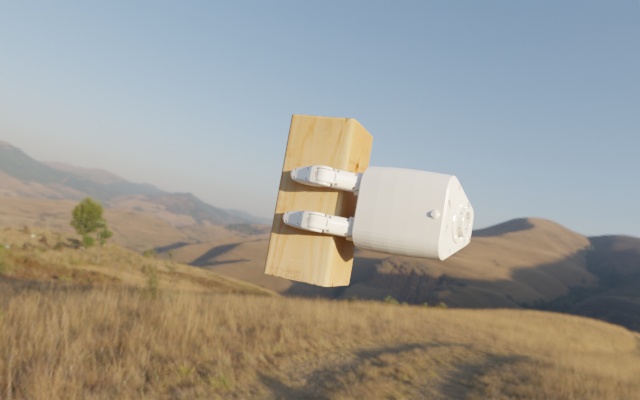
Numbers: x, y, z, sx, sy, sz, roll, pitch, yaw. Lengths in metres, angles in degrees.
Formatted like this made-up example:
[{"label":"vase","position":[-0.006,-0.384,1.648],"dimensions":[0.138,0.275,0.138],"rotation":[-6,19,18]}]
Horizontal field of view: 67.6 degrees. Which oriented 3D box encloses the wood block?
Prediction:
[{"label":"wood block","position":[0.001,0.002,0.628],"dimensions":[0.090,0.206,0.091],"rotation":[8,-5,22]}]
